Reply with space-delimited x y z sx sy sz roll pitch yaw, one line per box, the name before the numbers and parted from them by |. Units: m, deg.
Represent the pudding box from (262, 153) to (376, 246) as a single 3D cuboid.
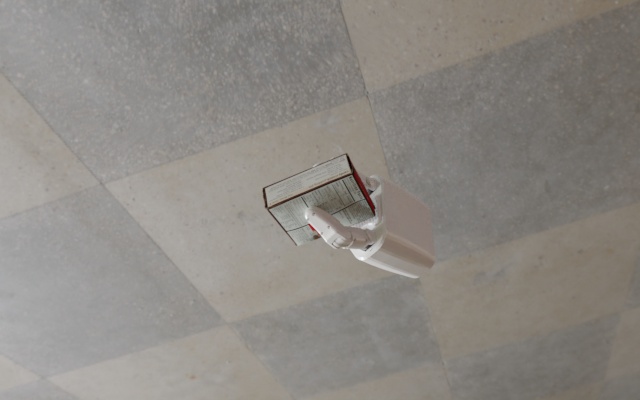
pudding box | 0.000 0.002 0.576 0.113 0.039 0.090 -23 -43 9
